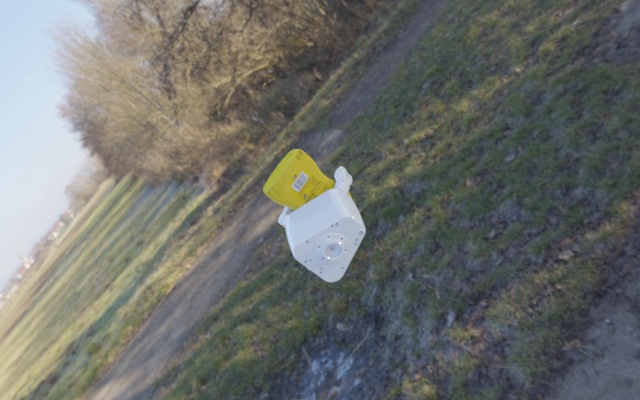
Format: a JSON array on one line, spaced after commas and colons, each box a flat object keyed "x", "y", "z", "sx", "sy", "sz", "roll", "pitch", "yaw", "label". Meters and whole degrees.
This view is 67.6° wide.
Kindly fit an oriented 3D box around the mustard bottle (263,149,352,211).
[{"x": 0.000, "y": 0.003, "z": 0.840, "sx": 0.192, "sy": 0.096, "sz": 0.058, "roll": 39, "pitch": -13, "yaw": -20, "label": "mustard bottle"}]
